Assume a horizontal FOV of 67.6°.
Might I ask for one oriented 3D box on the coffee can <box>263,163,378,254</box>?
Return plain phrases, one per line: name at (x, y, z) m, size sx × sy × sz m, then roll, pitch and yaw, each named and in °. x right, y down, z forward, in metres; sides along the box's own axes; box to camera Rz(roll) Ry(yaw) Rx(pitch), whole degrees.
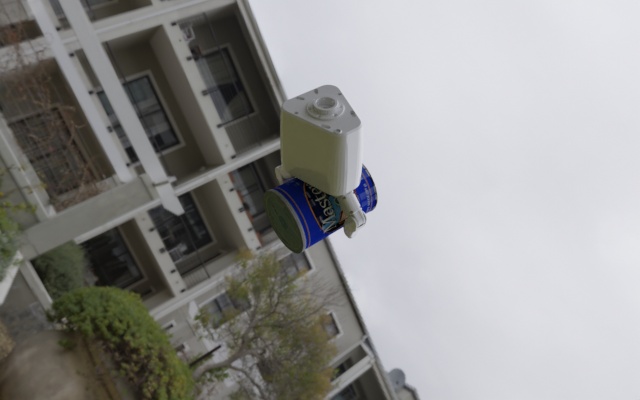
coffee can at (0.000, 0.003, 0.721) m, size 0.140 × 0.103 × 0.103 m, roll -28°, pitch 13°, yaw -24°
